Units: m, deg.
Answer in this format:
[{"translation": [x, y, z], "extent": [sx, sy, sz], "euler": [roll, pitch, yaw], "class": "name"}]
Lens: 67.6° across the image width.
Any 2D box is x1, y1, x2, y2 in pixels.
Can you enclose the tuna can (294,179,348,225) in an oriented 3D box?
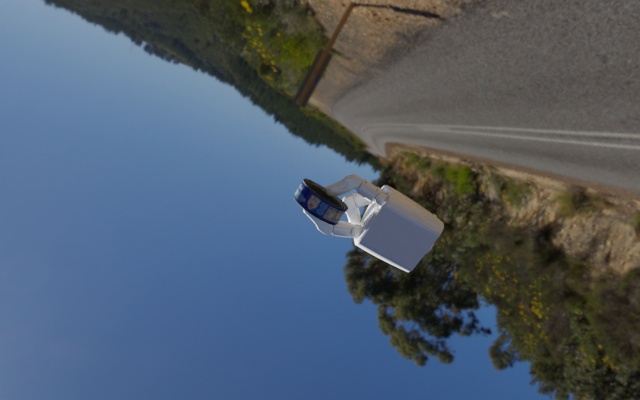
[{"translation": [0.000, 0.003, 0.764], "extent": [0.086, 0.034, 0.086], "euler": [32, 11, -7], "class": "tuna can"}]
